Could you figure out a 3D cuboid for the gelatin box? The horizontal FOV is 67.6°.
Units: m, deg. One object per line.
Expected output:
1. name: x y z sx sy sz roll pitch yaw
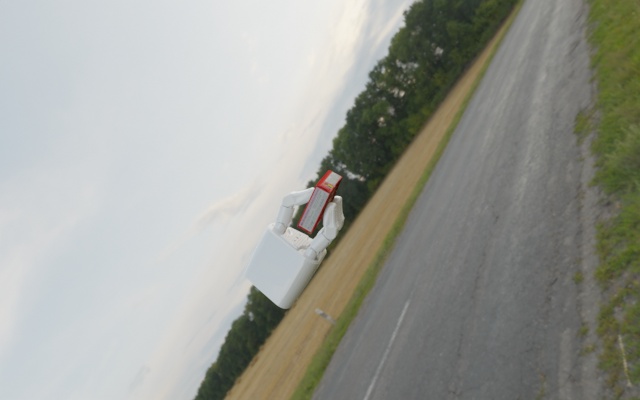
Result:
1. gelatin box: 0.000 0.002 0.799 0.030 0.089 0.073 28 29 6
